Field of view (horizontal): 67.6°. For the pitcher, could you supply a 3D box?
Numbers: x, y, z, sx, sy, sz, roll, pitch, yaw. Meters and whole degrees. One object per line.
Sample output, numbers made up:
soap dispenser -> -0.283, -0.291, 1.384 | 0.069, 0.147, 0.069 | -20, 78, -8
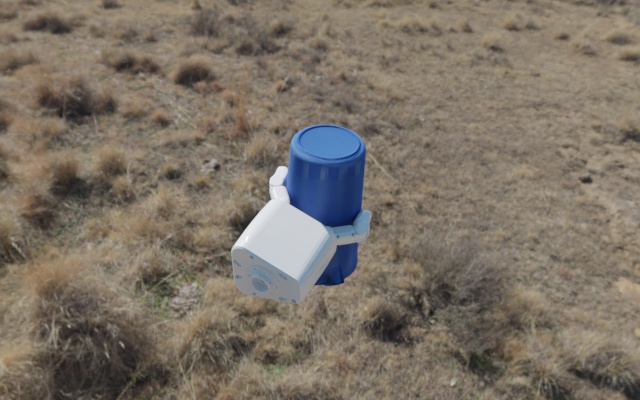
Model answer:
pitcher -> 0.000, 0.003, 0.756 | 0.149, 0.243, 0.145 | 19, 42, 17
